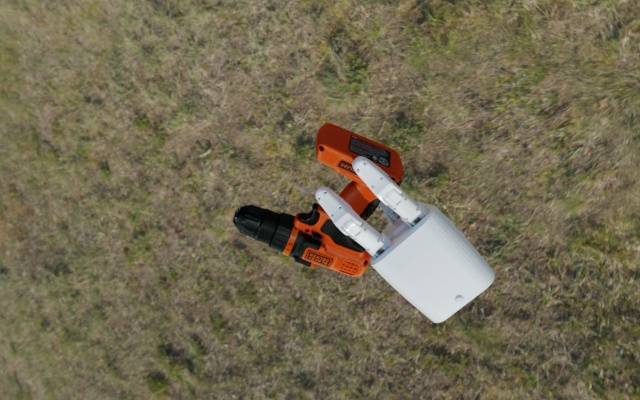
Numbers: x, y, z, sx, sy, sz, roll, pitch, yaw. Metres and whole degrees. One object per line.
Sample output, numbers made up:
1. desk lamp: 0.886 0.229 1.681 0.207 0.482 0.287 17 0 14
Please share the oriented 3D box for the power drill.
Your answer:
1. power drill: 0.001 0.002 0.577 0.184 0.188 0.057 20 39 -8
